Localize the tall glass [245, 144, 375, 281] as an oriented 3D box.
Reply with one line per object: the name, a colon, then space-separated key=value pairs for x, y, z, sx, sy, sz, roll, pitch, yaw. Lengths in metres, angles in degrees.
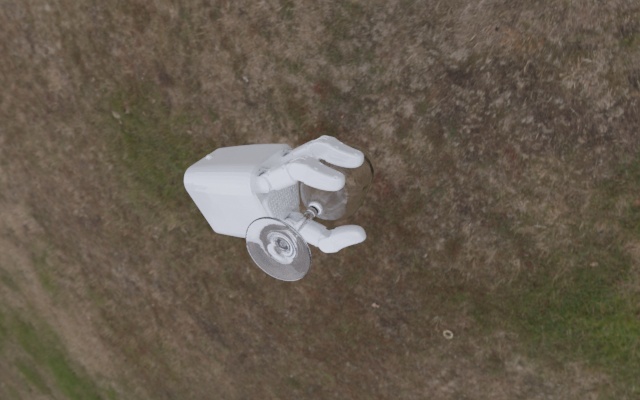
tall glass: x=0.000 y=0.002 z=0.543 sx=0.079 sy=0.079 sz=0.201 roll=0 pitch=28 yaw=30
